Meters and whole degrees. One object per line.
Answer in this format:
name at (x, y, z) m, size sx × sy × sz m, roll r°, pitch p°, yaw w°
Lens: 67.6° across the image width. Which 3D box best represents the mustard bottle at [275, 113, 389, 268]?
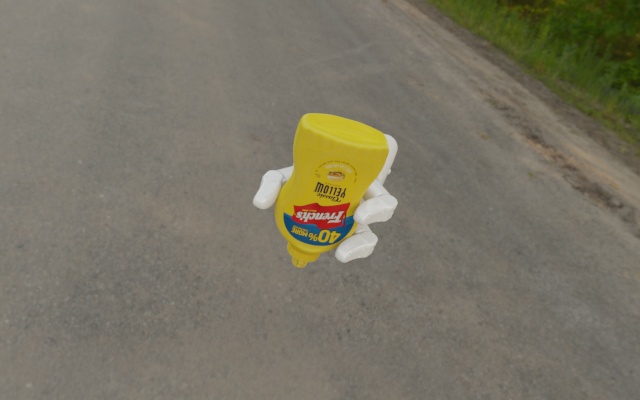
mustard bottle at (0.000, 0.002, 0.537) m, size 0.096 × 0.192 × 0.058 m, roll 12°, pitch 35°, yaw -12°
